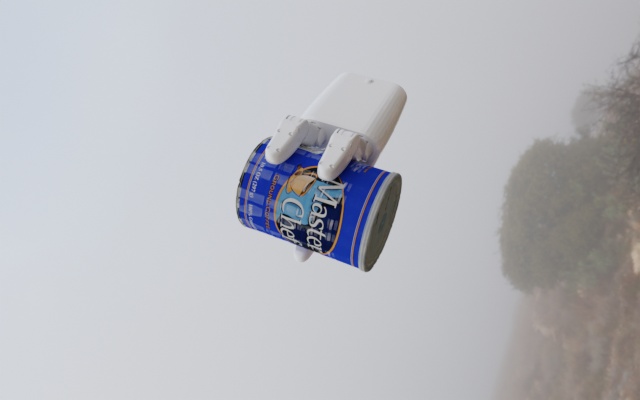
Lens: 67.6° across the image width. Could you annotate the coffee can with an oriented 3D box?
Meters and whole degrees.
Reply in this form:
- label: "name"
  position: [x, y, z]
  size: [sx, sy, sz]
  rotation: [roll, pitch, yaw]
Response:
- label: "coffee can"
  position: [0.000, 0.002, 0.491]
  size: [0.140, 0.103, 0.103]
  rotation: [19, 6, 18]
